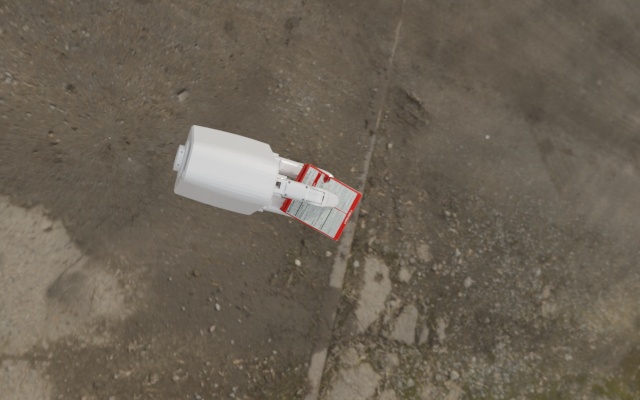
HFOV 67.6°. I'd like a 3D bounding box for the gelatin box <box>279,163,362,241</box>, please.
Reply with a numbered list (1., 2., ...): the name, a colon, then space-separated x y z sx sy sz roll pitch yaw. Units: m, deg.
1. gelatin box: 0.001 0.002 0.646 0.089 0.073 0.030 29 -3 -16
